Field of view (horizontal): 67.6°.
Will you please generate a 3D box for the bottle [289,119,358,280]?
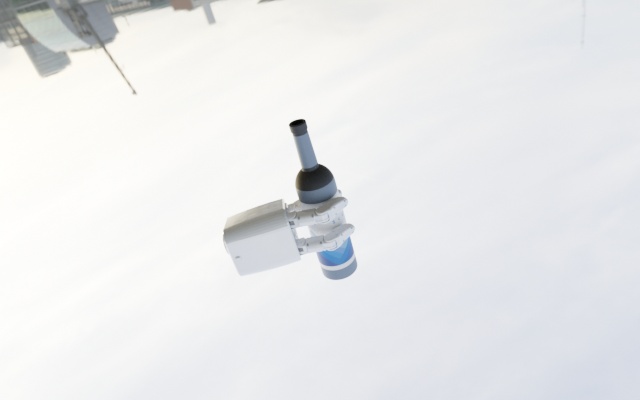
[{"bbox_3d":[0.000,0.003,0.798,0.069,0.296,0.069,-12,32,7],"label":"bottle"}]
